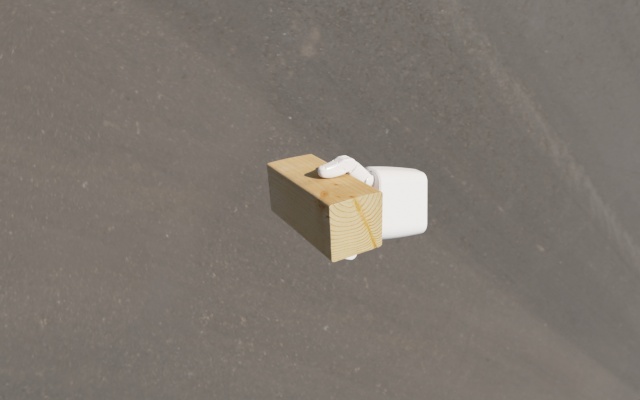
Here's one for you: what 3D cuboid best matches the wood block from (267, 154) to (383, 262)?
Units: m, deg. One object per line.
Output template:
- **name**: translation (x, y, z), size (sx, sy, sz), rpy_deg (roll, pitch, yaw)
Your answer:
- **wood block**: translation (0.001, 0.002, 0.749), size (0.090, 0.091, 0.206), rpy_deg (-15, 26, -26)
